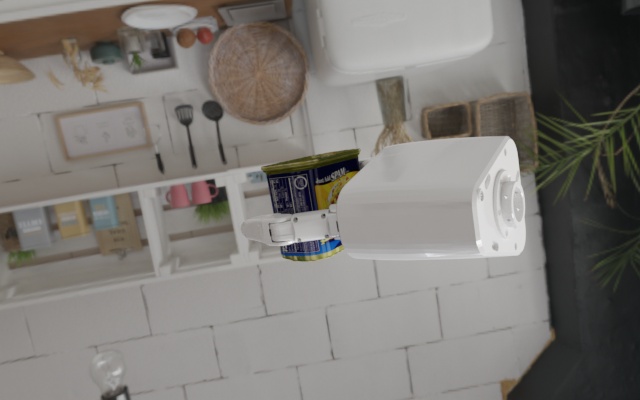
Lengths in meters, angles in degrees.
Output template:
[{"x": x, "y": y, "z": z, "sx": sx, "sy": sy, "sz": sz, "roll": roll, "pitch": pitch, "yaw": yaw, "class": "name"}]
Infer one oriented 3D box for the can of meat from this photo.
[{"x": 0.000, "y": 0.002, "z": 0.435, "sx": 0.057, "sy": 0.084, "sz": 0.102, "roll": -4, "pitch": 9, "yaw": 35, "class": "can of meat"}]
